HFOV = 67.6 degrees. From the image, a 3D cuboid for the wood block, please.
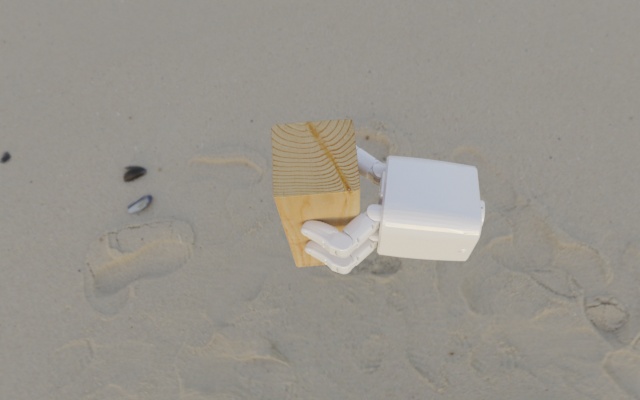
[{"bbox_3d":[0.000,0.002,0.580,0.090,0.090,0.206,-4,-28,2],"label":"wood block"}]
